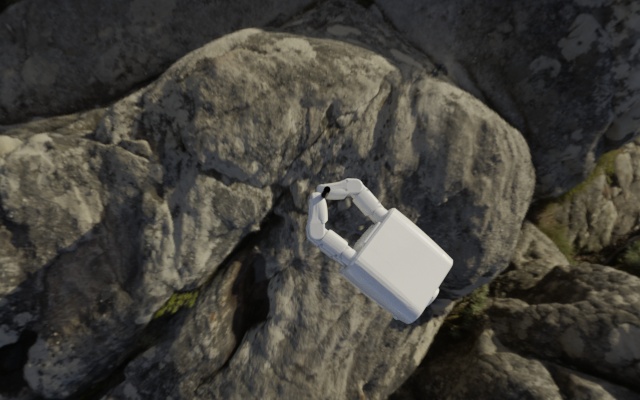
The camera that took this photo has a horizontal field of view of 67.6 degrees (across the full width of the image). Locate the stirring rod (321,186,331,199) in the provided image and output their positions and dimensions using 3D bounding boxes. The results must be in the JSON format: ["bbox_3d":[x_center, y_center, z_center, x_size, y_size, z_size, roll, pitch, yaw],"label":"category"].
[{"bbox_3d":[0.000,0.002,0.668,0.011,0.011,0.239,0,-7,-4],"label":"stirring rod"}]
